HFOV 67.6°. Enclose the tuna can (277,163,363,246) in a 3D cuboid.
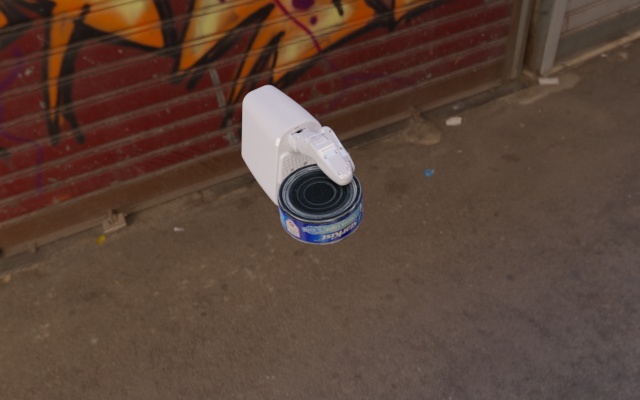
[{"bbox_3d":[0.000,0.001,0.479,0.086,0.086,0.034,0,-44,6],"label":"tuna can"}]
